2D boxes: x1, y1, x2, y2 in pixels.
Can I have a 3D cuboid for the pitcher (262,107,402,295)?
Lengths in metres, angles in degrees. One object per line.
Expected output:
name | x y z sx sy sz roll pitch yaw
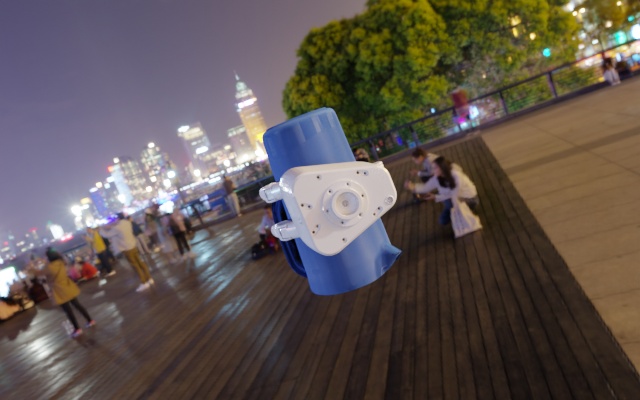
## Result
pitcher | 0.000 0.002 0.679 0.149 0.243 0.145 -22 8 -6
